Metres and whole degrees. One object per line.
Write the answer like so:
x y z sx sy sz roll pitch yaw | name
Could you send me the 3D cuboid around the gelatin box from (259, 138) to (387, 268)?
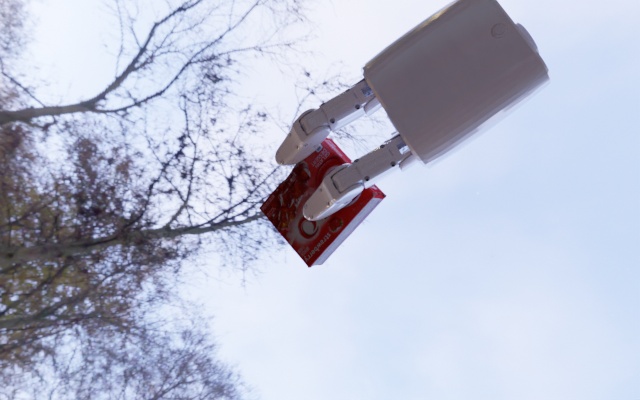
0.000 0.002 0.414 0.073 0.089 0.030 48 18 20 | gelatin box
